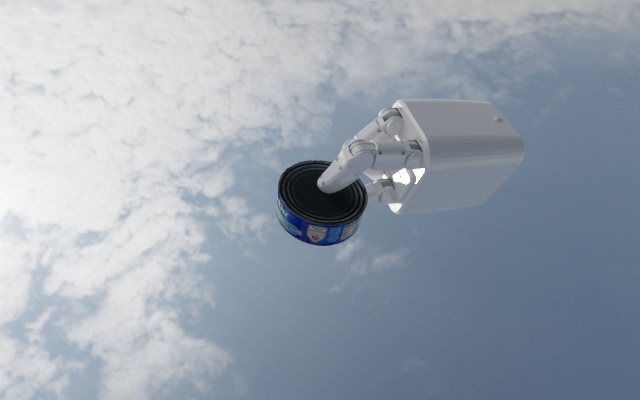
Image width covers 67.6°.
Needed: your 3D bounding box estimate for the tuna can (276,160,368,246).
[{"bbox_3d":[0.000,0.002,0.459,0.086,0.086,0.034,0,-44,-14],"label":"tuna can"}]
